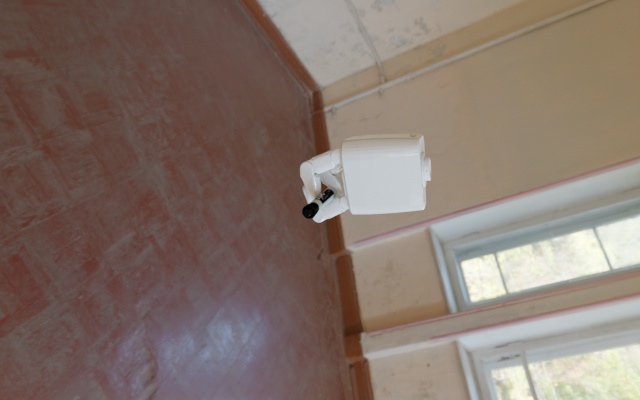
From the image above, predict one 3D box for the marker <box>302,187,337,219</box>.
[{"bbox_3d":[0.000,0.002,0.669,0.020,0.020,0.121,0,13,16],"label":"marker"}]
